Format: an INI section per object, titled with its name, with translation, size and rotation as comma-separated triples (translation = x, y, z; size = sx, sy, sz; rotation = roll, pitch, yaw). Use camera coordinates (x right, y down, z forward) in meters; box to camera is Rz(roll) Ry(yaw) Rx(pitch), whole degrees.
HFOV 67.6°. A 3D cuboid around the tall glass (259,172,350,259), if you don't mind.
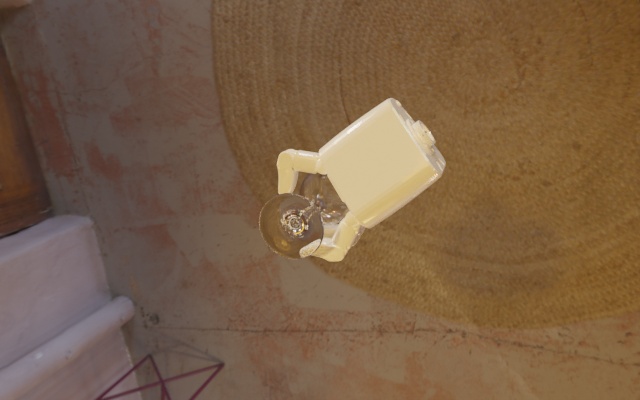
[tall glass]
translation = 0.000, 0.002, 0.598
size = 0.079, 0.079, 0.201
rotation = 0, 15, 19
